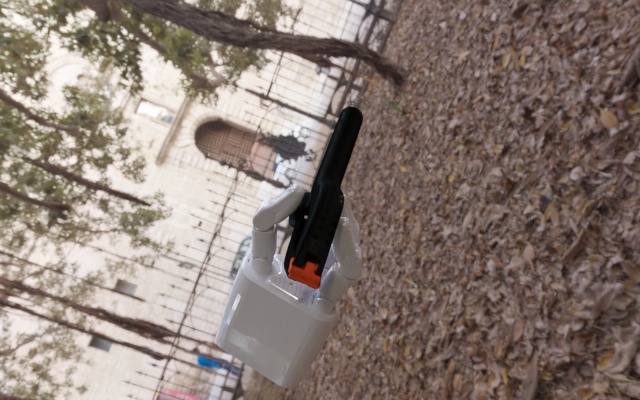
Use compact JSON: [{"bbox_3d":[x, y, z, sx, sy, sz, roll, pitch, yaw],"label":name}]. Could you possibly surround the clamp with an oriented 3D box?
[{"bbox_3d":[-0.001,0.002,0.464,0.036,0.165,0.210,23,23,-8],"label":"clamp"}]
